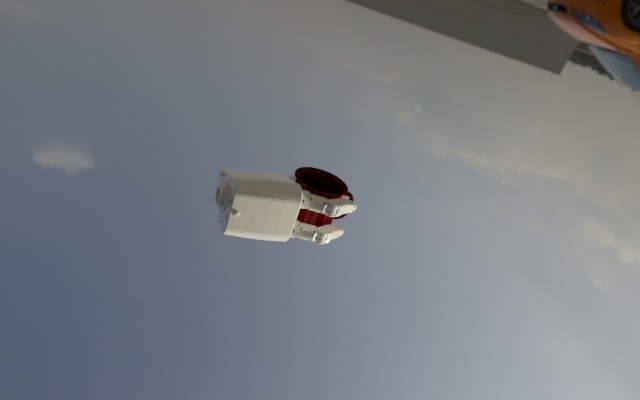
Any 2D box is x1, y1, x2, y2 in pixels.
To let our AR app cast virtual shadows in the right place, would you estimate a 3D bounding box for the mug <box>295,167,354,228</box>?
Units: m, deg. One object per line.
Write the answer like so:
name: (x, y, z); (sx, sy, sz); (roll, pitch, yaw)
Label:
mug: (0.001, 0.003, 0.807); (0.117, 0.081, 0.093); (8, 28, -25)
